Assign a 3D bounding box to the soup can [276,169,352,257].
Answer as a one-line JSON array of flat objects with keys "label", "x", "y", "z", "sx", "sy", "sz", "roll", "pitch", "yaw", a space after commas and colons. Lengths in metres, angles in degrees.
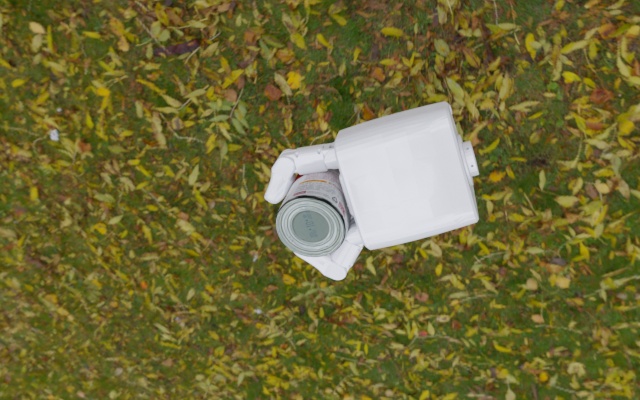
[{"label": "soup can", "x": 0.000, "y": 0.002, "z": 0.478, "sx": 0.068, "sy": 0.068, "sz": 0.102, "roll": 0, "pitch": 29, "yaw": 12}]
